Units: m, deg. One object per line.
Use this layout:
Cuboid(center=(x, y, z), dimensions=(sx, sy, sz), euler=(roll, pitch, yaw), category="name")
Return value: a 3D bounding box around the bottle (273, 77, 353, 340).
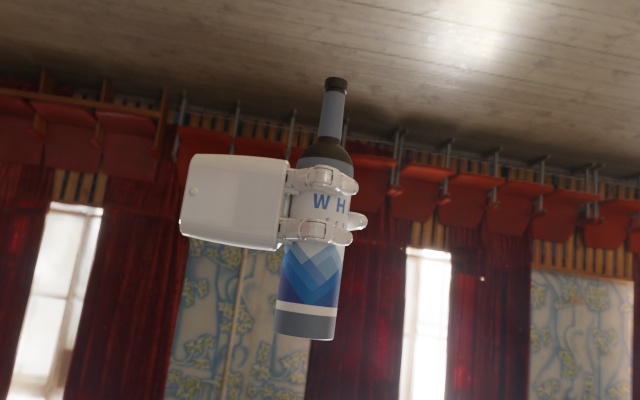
Cuboid(center=(0.000, 0.002, 0.542), dimensions=(0.069, 0.295, 0.069), euler=(7, -10, 1), category="bottle")
